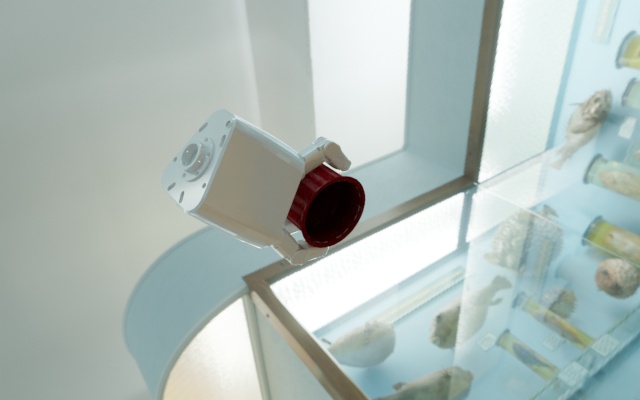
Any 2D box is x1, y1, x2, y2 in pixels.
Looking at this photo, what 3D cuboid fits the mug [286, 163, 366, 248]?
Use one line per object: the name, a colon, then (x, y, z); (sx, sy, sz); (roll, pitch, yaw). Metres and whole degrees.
mug: (0.001, 0.002, 0.587); (0.081, 0.093, 0.117); (37, 2, 43)
